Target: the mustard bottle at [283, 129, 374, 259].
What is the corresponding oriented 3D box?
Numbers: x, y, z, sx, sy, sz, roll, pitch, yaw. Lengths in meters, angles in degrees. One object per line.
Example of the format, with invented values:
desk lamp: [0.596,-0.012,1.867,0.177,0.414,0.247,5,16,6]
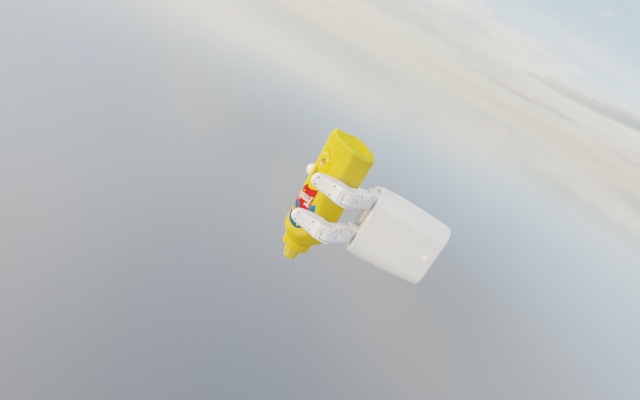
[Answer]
mustard bottle: [0.000,0.002,0.657,0.058,0.192,0.096,20,22,-25]
